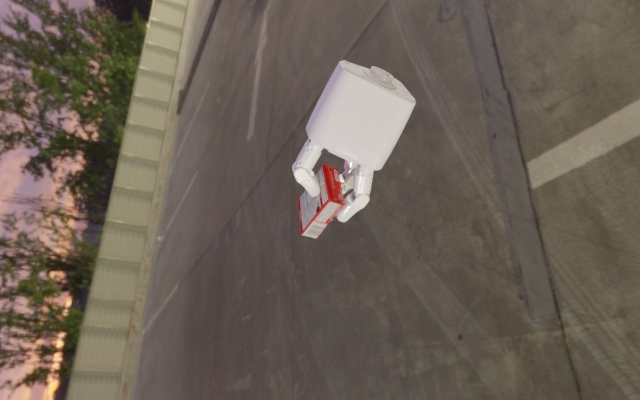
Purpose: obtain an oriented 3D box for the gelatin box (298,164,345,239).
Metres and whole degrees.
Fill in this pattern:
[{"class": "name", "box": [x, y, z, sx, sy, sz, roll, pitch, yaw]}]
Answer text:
[{"class": "gelatin box", "box": [0.000, 0.002, 0.722, 0.030, 0.073, 0.089, 17, -48, -25]}]
